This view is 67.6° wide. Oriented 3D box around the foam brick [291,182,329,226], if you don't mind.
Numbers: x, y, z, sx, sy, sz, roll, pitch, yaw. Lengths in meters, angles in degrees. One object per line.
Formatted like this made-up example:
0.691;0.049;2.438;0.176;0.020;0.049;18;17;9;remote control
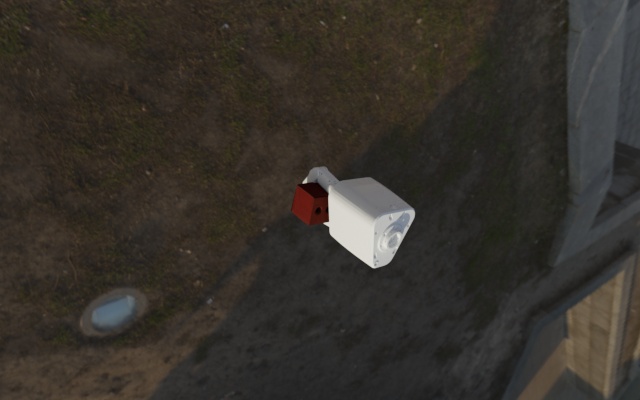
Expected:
0.000;0.003;0.799;0.078;0.053;0.051;-9;34;-37;foam brick
